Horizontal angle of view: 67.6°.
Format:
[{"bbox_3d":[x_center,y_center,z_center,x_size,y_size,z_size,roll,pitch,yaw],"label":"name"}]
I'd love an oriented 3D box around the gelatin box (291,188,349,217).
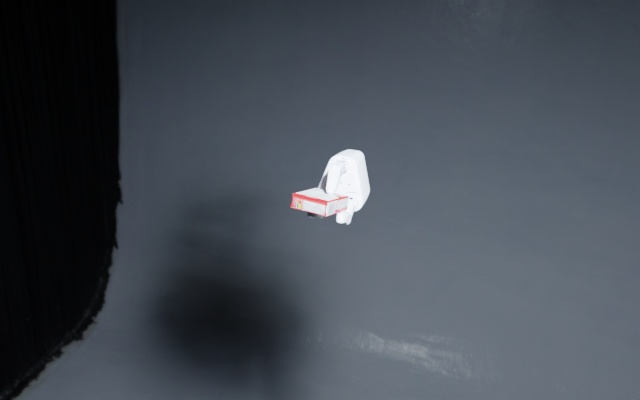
[{"bbox_3d":[0.000,0.002,0.870,0.073,0.030,0.089,14,14,26],"label":"gelatin box"}]
